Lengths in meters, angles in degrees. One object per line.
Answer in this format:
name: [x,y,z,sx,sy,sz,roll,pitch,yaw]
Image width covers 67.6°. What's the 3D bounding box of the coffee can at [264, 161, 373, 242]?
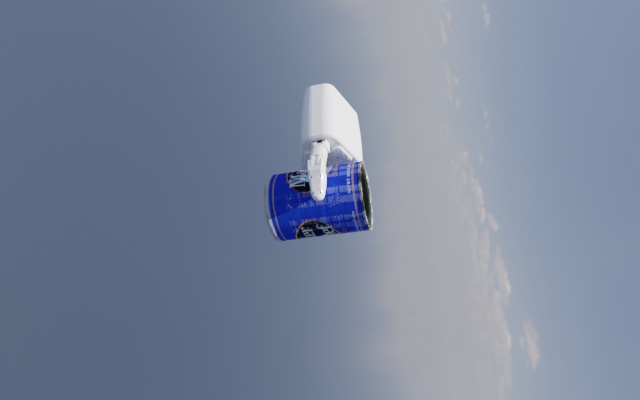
coffee can: [0.000,0.002,0.704,0.140,0.103,0.103,-8,-2,13]
